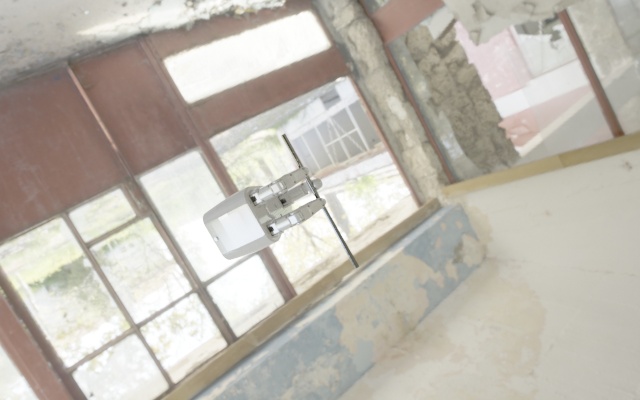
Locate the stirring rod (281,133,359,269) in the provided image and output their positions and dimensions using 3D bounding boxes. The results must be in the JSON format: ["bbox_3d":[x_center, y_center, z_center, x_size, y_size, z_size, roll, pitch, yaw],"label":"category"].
[{"bbox_3d":[0.000,0.002,0.750,0.011,0.239,0.011,-29,6,3],"label":"stirring rod"}]
